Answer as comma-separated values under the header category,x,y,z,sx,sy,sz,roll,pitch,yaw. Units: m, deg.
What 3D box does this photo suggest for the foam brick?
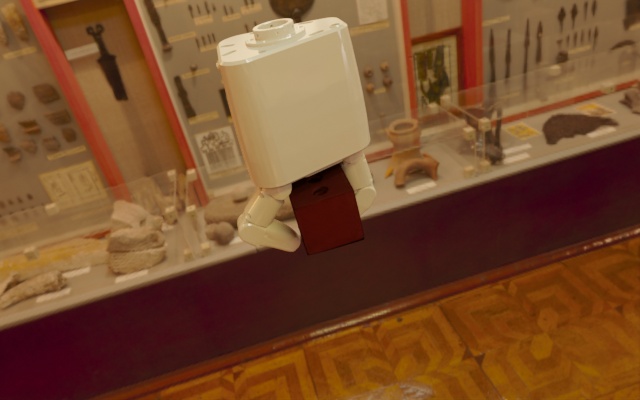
category,x,y,z,sx,sy,sz,roll,pitch,yaw
foam brick,0.000,0.002,0.424,0.053,0.051,0.078,-17,32,-5
